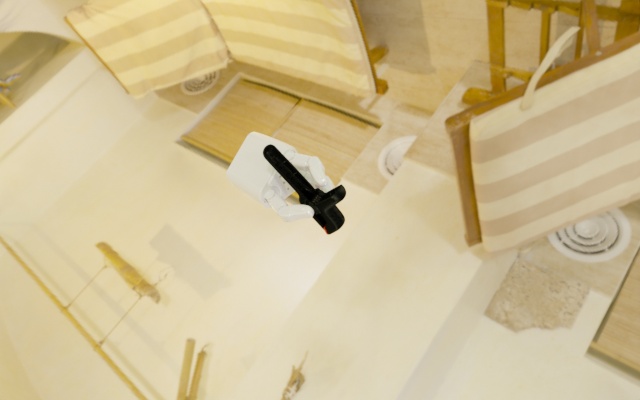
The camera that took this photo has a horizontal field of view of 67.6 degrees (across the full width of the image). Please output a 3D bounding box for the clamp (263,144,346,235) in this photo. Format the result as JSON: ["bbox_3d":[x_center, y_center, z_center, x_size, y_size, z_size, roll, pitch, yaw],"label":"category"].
[{"bbox_3d":[0.000,0.003,0.792,0.164,0.036,0.210,30,-18,37],"label":"clamp"}]
